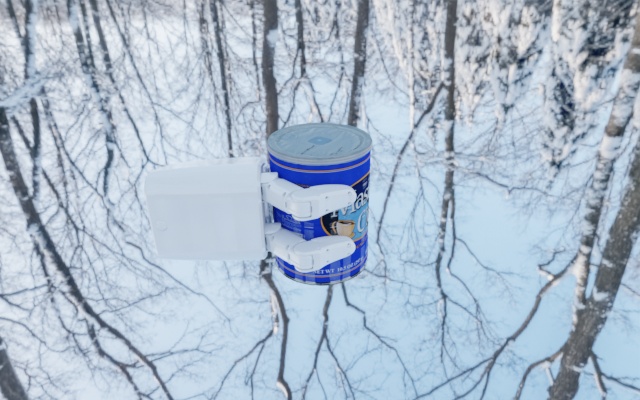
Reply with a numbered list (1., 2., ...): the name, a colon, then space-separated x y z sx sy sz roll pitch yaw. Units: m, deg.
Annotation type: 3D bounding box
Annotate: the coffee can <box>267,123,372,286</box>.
1. coffee can: 0.000 0.001 0.497 0.103 0.140 0.102 -1 27 0
